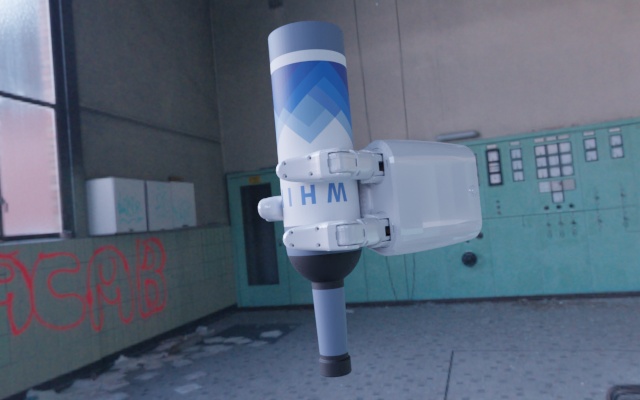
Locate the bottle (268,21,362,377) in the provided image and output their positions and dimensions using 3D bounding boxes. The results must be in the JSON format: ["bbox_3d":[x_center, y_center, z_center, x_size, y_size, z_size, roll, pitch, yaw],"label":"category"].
[{"bbox_3d":[0.000,0.001,0.416,0.069,0.295,0.069,-5,-2,0],"label":"bottle"}]
